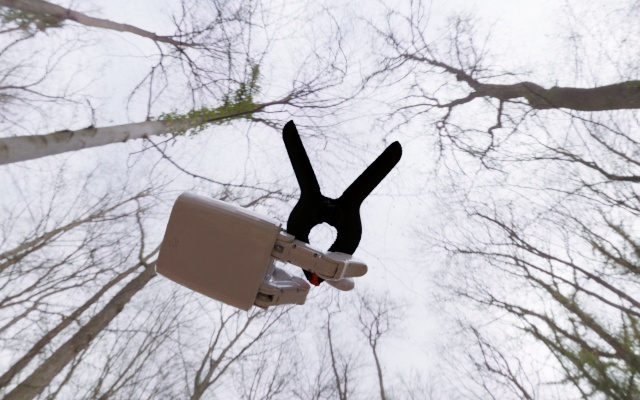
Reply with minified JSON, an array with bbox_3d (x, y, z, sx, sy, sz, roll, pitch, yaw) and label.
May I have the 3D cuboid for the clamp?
[{"bbox_3d":[0.000,0.002,0.490,0.120,0.171,0.039,21,12,1],"label":"clamp"}]
